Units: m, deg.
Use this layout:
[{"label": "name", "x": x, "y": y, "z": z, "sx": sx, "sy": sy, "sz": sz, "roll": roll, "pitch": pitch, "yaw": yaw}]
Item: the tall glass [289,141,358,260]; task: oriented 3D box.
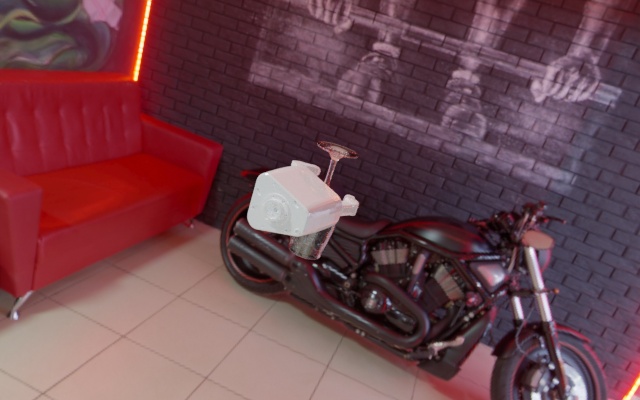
[{"label": "tall glass", "x": 0.000, "y": 0.002, "z": 0.843, "sx": 0.079, "sy": 0.201, "sz": 0.079, "roll": 16, "pitch": 18, "yaw": -5}]
